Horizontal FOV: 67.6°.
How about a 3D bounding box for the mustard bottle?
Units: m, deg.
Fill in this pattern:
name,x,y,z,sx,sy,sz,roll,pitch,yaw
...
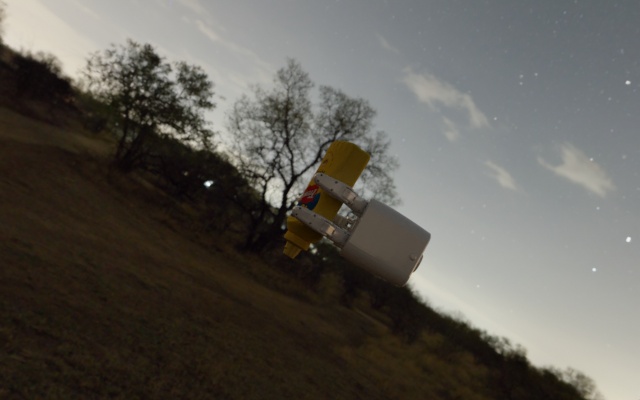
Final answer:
name,x,y,z,sx,sy,sz,roll,pitch,yaw
mustard bottle,0.000,0.002,0.729,0.058,0.191,0.096,33,-7,-21
